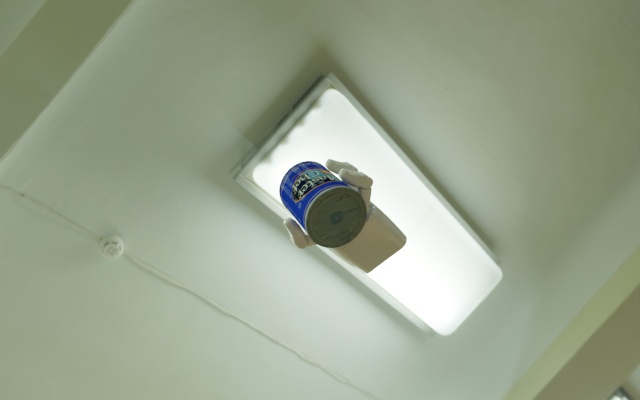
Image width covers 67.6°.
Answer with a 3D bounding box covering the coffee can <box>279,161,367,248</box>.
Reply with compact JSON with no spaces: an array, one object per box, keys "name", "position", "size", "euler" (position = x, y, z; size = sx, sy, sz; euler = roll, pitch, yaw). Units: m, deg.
[{"name":"coffee can","position":[0.000,0.003,0.793],"size":[0.103,0.103,0.140],"euler":[0,21,-24]}]
